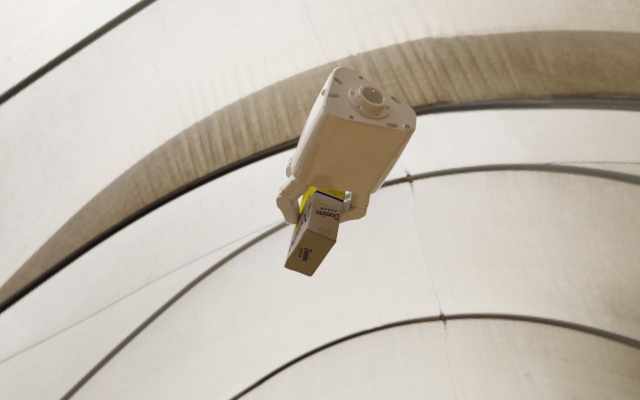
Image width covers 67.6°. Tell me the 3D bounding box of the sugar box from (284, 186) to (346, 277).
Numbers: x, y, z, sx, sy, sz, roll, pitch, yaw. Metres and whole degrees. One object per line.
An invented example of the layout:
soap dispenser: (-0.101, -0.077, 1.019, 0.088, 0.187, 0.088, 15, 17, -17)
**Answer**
sugar box: (0.000, 0.002, 0.633, 0.048, 0.176, 0.093, 22, -42, -7)
